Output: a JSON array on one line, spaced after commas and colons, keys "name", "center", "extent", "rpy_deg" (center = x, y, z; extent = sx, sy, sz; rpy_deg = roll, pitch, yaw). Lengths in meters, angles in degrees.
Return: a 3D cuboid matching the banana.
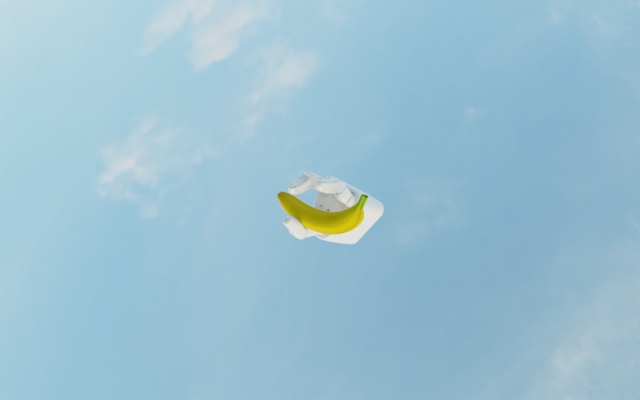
[{"name": "banana", "center": [0.002, 0.021, 0.808], "extent": [0.198, 0.069, 0.037], "rpy_deg": [2, 0, 39]}]
